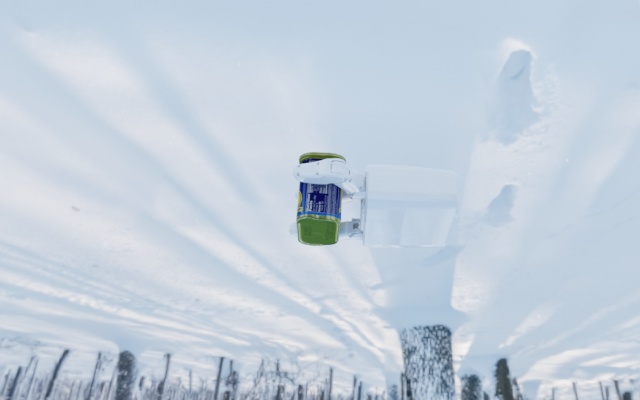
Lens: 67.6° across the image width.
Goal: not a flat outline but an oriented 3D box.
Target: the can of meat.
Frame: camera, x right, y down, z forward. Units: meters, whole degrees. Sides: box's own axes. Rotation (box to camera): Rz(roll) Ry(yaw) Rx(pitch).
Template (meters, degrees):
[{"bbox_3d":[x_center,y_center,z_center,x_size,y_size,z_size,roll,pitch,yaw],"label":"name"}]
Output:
[{"bbox_3d":[0.000,0.002,0.586,0.057,0.084,0.102,3,-23,1],"label":"can of meat"}]
